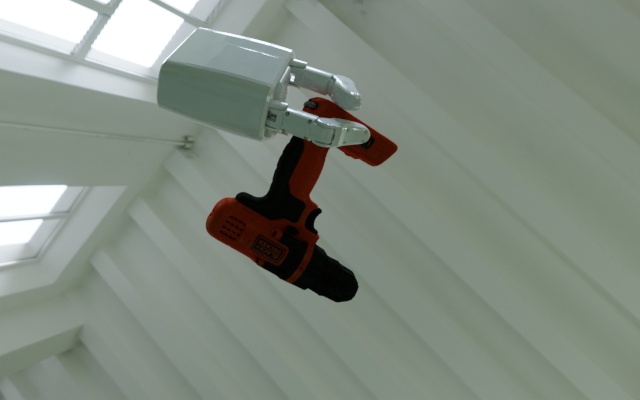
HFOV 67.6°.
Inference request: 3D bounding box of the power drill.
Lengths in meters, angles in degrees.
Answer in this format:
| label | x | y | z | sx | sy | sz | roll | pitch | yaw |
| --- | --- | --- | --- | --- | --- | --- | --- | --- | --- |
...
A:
| label | x | y | z | sx | sy | sz | roll | pitch | yaw |
| --- | --- | --- | --- | --- | --- | --- | --- | --- | --- |
| power drill | 0.000 | 0.001 | 0.508 | 0.184 | 0.187 | 0.057 | 31 | 3 | -18 |
